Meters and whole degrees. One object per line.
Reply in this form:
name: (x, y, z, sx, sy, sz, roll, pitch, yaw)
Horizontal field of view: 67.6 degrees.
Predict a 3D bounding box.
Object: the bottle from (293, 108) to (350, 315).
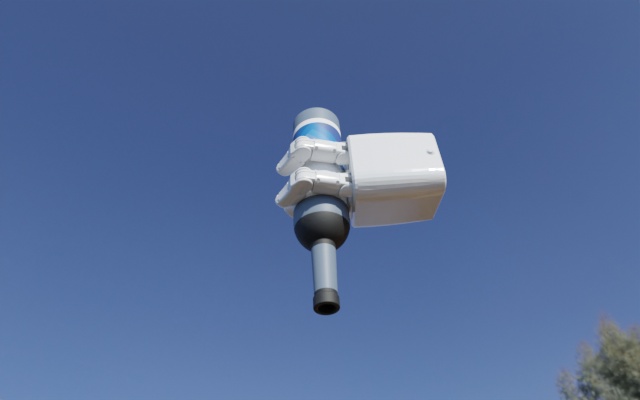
bottle: (0.000, 0.002, 0.582, 0.069, 0.295, 0.069, -2, -43, -2)
